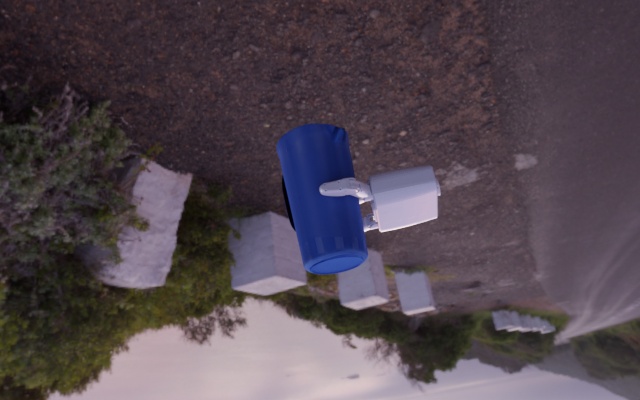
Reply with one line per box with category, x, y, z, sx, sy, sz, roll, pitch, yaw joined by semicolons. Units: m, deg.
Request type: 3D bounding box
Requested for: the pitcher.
pitcher;0.000;0.003;0.833;0.145;0.242;0.149;-12;-24;4
